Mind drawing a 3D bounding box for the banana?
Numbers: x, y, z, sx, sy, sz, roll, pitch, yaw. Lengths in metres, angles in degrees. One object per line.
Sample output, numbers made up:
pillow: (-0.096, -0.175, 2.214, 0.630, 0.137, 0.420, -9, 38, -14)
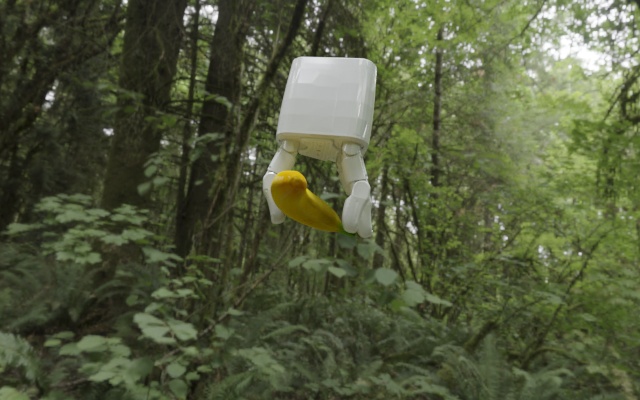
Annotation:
banana: (-0.016, 0.001, 0.531, 0.069, 0.037, 0.198, 5, -14, 22)
